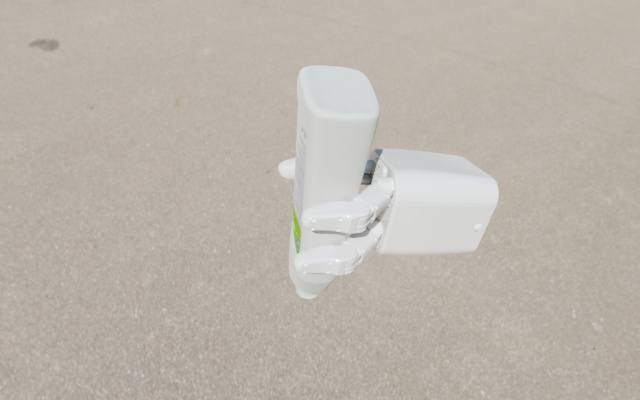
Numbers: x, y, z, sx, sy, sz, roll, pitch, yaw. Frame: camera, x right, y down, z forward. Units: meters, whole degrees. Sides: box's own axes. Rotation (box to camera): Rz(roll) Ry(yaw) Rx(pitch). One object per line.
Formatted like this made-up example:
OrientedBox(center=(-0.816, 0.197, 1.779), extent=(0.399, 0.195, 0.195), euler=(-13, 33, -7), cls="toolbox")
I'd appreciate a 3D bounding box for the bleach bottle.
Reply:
OrientedBox(center=(0.000, 0.002, 0.486), extent=(0.068, 0.251, 0.102), euler=(2, 39, -9), cls="bleach bottle")
